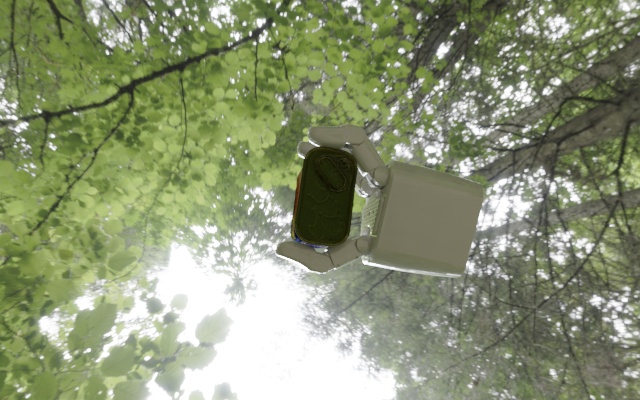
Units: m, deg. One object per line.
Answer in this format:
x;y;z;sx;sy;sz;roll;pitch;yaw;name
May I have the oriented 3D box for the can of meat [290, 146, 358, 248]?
0.000;0.002;0.526;0.057;0.102;0.084;9;-11;-8;can of meat
